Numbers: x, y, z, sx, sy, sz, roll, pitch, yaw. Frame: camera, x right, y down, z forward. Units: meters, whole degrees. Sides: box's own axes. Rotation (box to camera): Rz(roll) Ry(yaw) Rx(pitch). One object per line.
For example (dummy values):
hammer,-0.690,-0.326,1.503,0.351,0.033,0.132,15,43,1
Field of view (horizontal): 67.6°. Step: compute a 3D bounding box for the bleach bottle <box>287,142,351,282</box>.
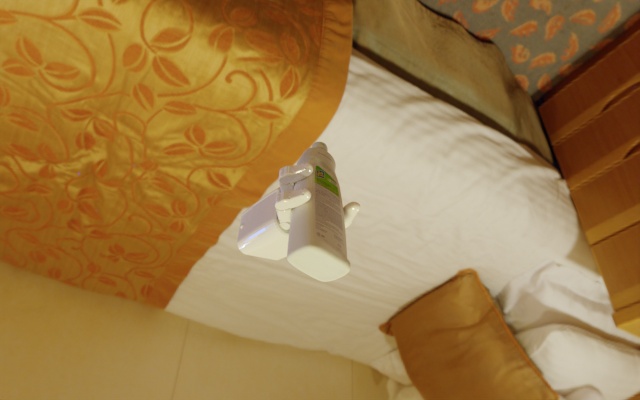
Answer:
bleach bottle,0.000,0.003,0.802,0.068,0.250,0.103,-30,-49,33
